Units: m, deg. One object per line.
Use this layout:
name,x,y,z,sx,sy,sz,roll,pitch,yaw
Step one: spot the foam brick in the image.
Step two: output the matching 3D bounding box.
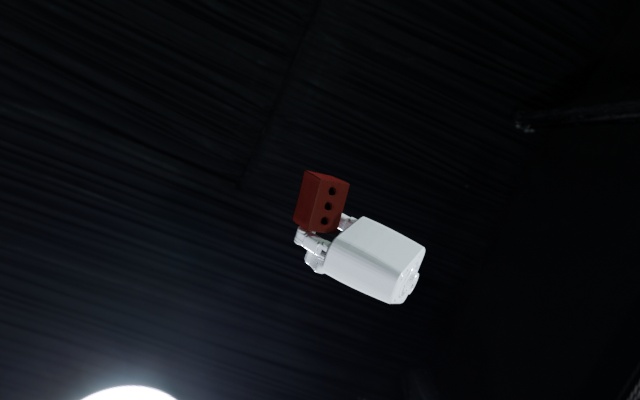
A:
foam brick,0.000,0.002,0.689,0.053,0.078,0.051,9,10,-31
